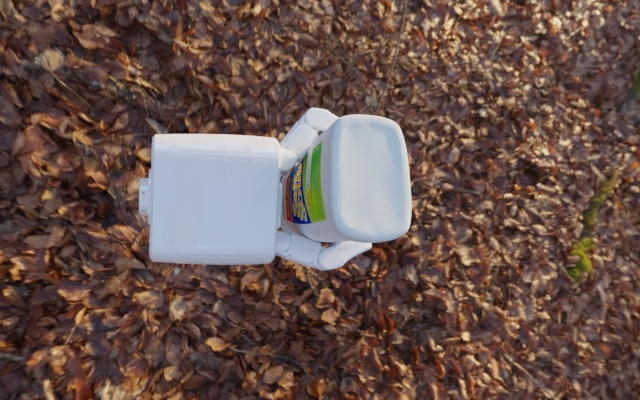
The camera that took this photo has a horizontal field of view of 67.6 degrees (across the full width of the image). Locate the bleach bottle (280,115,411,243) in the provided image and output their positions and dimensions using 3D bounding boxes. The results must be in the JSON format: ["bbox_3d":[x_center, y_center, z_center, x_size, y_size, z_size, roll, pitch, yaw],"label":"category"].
[{"bbox_3d":[0.000,0.001,0.473,0.068,0.102,0.251,2,-11,-18],"label":"bleach bottle"}]
